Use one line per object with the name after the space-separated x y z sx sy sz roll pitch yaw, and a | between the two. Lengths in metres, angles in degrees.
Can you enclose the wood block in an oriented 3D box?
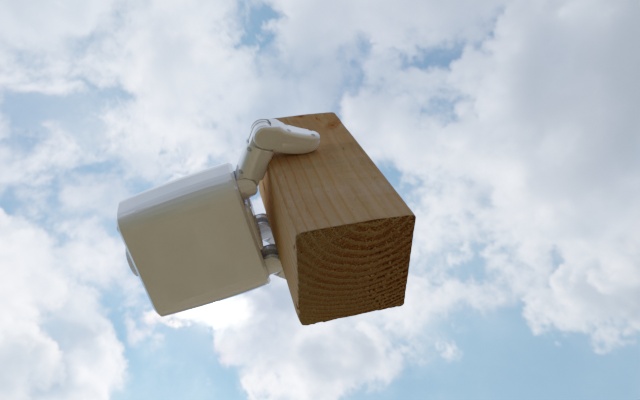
0.000 0.001 0.435 0.090 0.091 0.206 -8 33 -13 | wood block
